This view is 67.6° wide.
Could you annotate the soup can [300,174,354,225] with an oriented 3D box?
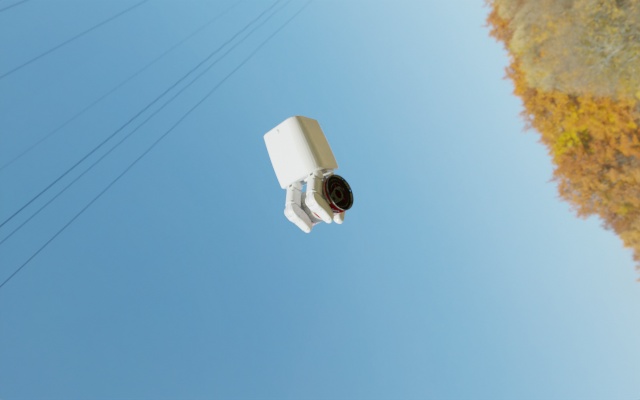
[{"bbox_3d":[0.000,0.003,0.870,0.102,0.068,0.068,-26,-17,38],"label":"soup can"}]
